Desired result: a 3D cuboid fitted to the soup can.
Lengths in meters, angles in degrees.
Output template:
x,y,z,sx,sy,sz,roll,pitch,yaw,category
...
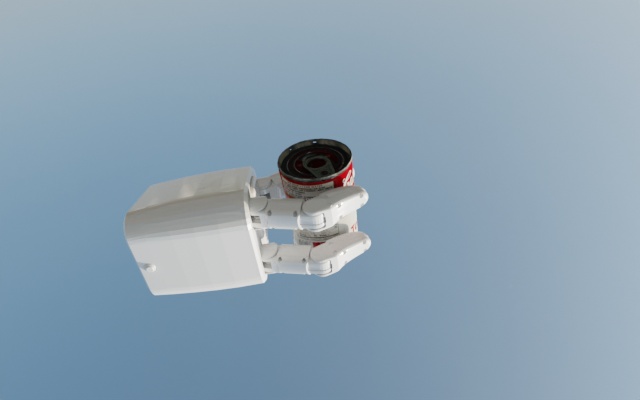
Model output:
x,y,z,sx,sy,sz,roll,pitch,yaw,category
0.001,0.002,0.459,0.068,0.102,0.068,-5,37,4,soup can
